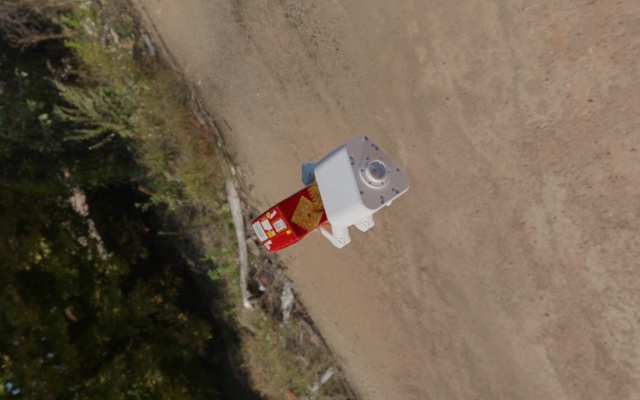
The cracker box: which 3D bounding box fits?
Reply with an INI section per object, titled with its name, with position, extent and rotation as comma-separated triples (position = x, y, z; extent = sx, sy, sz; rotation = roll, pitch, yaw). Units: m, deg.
[cracker box]
position = 0.000, 0.003, 0.835
extent = 0.213, 0.072, 0.164
rotation = -31, 0, -26
